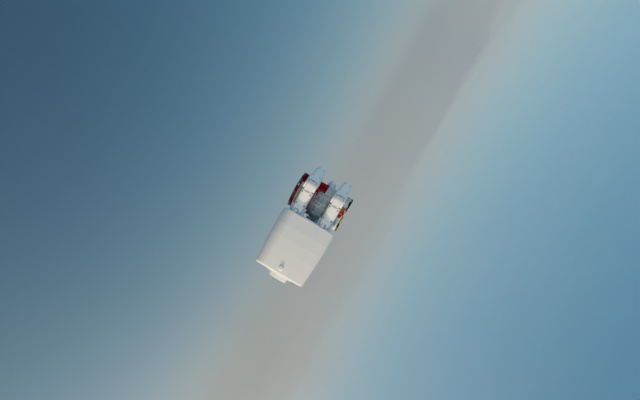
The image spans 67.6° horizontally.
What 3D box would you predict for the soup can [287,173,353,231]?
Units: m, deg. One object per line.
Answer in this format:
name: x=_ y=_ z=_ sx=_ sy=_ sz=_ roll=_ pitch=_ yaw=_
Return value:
soup can: x=0.001 y=0.003 z=0.873 sx=0.102 sy=0.068 sz=0.068 roll=30 pitch=2 yaw=4
